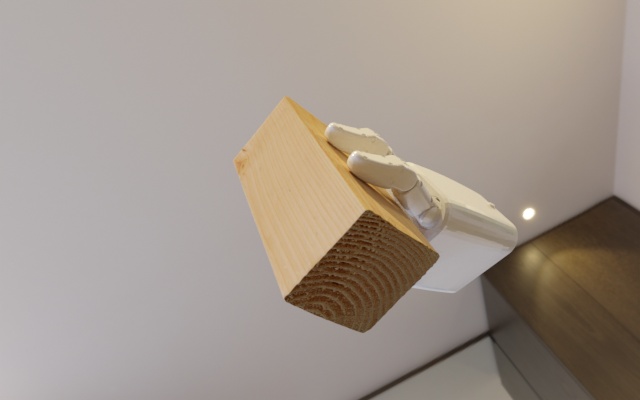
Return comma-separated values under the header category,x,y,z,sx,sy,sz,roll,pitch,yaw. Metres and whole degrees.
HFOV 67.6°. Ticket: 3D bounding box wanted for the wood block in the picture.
category,x,y,z,sx,sy,sz,roll,pitch,yaw
wood block,0.000,0.002,0.423,0.090,0.091,0.206,31,17,-34
